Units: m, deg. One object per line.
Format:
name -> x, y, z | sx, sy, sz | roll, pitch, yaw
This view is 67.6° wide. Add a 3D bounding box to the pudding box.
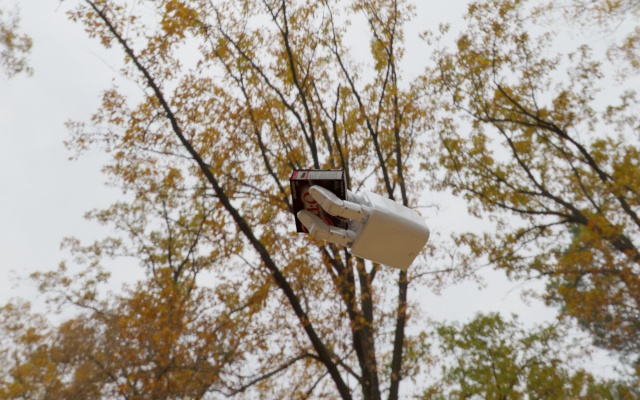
pudding box -> 0.000, 0.002, 0.791 | 0.090, 0.114, 0.039 | 0, 33, 8
